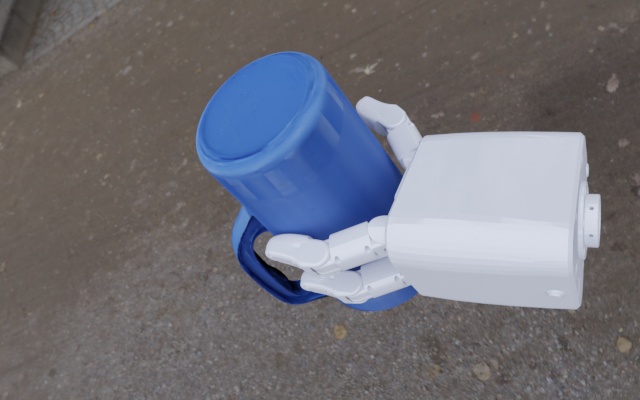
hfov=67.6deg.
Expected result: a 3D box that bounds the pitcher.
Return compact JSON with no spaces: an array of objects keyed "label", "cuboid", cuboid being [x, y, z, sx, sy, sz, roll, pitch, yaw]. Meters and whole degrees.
[{"label":"pitcher","cuboid":[0.000,0.001,0.413,0.145,0.149,0.243,4,-28,33]}]
